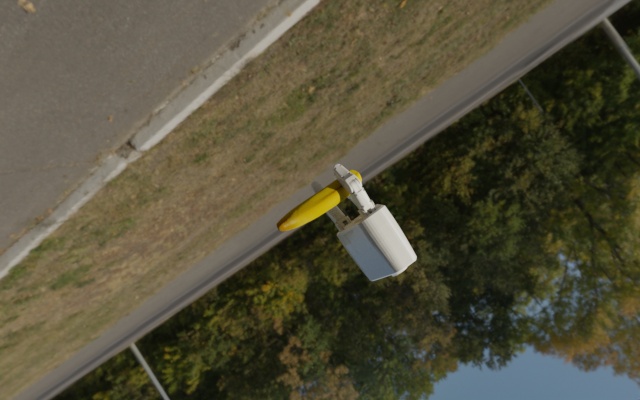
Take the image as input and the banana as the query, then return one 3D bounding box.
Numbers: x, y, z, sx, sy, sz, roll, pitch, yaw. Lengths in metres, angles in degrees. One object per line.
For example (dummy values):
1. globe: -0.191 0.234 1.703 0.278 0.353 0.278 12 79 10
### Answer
1. banana: 0.012 -0.005 0.813 0.197 0.037 0.070 -35 2 -35
